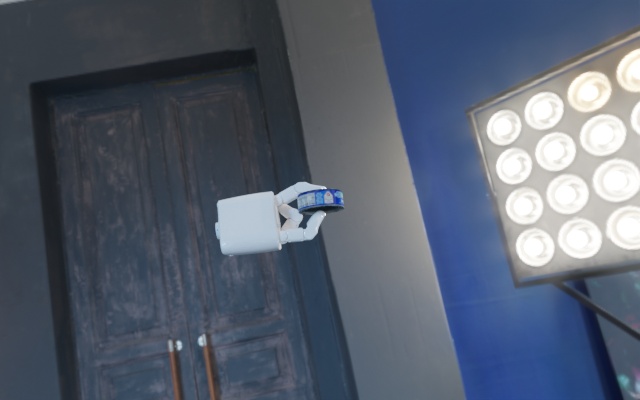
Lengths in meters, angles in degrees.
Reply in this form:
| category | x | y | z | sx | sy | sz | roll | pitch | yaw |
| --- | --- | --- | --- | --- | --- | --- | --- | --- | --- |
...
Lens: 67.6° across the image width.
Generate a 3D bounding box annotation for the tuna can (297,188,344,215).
| category | x | y | z | sx | sy | sz | roll | pitch | yaw |
| --- | --- | --- | --- | --- | --- | --- | --- | --- | --- |
| tuna can | 0.000 | 0.002 | 0.887 | 0.086 | 0.033 | 0.086 | -6 | -11 | -1 |
